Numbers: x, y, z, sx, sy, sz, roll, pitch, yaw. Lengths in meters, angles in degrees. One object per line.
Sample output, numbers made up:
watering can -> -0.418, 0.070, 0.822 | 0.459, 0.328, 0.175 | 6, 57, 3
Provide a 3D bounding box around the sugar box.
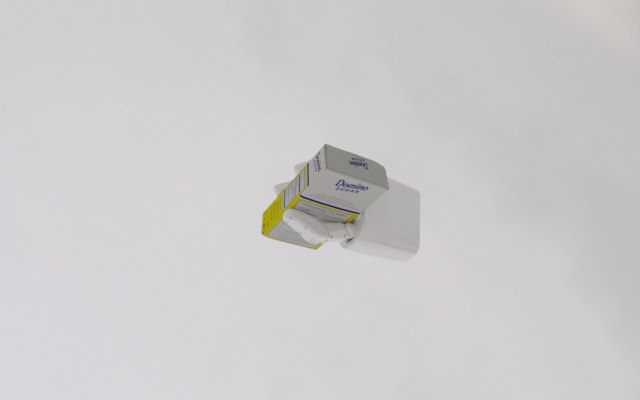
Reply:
sugar box -> 0.000, 0.002, 0.631 | 0.093, 0.048, 0.176 | 17, -41, -27
